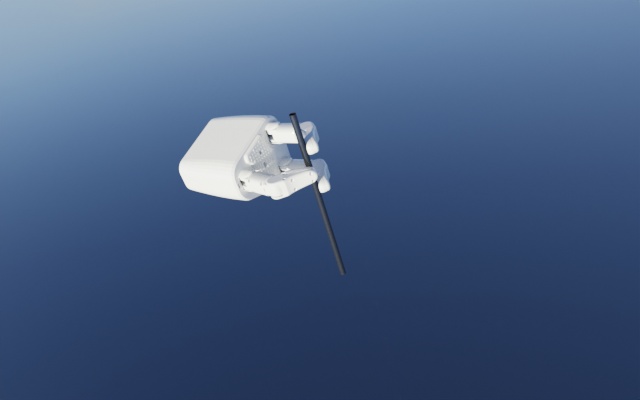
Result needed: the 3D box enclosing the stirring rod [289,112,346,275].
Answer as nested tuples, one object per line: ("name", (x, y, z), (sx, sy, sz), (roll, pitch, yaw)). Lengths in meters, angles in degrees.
("stirring rod", (0.000, 0.002, 0.590), (0.011, 0.240, 0.011), (-13, 32, 8))
